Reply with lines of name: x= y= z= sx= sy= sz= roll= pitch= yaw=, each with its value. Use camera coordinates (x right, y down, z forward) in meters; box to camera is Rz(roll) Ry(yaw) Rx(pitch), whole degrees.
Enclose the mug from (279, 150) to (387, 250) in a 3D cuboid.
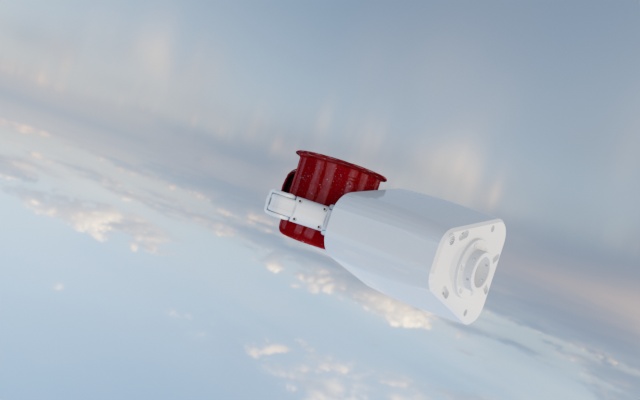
mug: x=-0.001 y=0.001 z=0.474 sx=0.117 sy=0.081 sz=0.093 roll=17 pitch=-1 yaw=42
